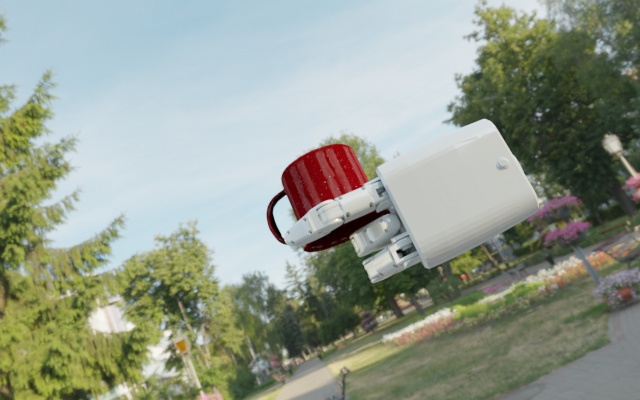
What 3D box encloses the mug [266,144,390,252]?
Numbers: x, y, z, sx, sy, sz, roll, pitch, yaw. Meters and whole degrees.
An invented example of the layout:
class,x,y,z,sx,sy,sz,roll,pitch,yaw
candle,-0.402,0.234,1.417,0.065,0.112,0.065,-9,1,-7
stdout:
class,x,y,z,sx,sy,sz,roll,pitch,yaw
mug,-0.001,0.002,0.483,0.117,0.081,0.093,-26,-15,5
